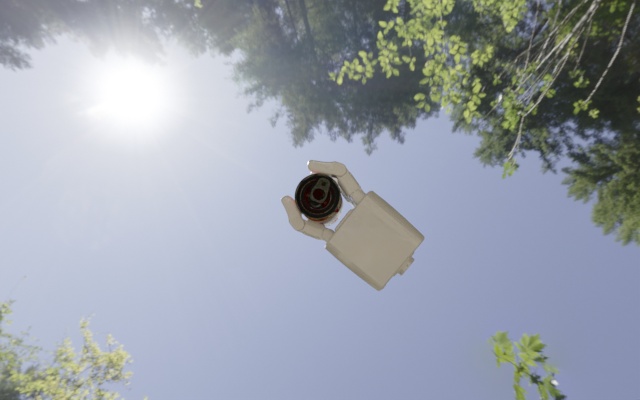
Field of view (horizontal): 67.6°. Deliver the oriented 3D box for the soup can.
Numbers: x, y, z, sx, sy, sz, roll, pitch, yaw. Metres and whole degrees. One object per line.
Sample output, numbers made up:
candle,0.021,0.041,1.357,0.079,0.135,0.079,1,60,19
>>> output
soup can,0.000,0.002,0.740,0.068,0.068,0.102,0,-10,5
